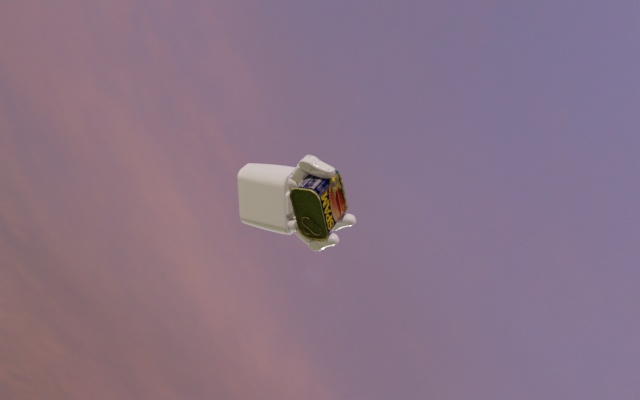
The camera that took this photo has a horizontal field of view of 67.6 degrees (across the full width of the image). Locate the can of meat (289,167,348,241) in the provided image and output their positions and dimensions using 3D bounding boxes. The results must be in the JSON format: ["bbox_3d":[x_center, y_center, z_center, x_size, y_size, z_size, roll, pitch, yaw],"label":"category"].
[{"bbox_3d":[0.000,0.002,0.804,0.057,0.102,0.084,7,36,30],"label":"can of meat"}]
